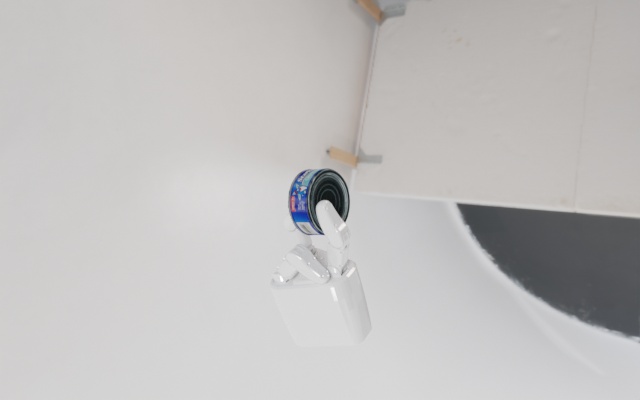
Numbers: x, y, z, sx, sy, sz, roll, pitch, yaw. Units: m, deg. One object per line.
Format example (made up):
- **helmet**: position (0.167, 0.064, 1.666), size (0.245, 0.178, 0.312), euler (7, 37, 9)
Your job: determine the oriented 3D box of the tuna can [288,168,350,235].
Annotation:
- **tuna can**: position (0.001, 0.002, 0.606), size (0.034, 0.086, 0.086), euler (-1, -1, 41)
